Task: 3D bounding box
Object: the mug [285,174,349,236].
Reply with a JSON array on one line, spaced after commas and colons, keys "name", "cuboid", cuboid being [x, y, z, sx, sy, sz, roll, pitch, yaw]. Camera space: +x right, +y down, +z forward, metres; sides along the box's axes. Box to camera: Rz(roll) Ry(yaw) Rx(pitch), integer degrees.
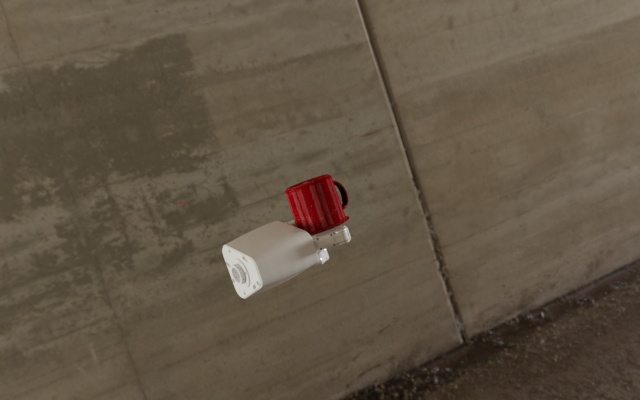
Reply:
[{"name": "mug", "cuboid": [0.001, 0.002, 0.797, 0.117, 0.081, 0.093, -23, 7, -35]}]
